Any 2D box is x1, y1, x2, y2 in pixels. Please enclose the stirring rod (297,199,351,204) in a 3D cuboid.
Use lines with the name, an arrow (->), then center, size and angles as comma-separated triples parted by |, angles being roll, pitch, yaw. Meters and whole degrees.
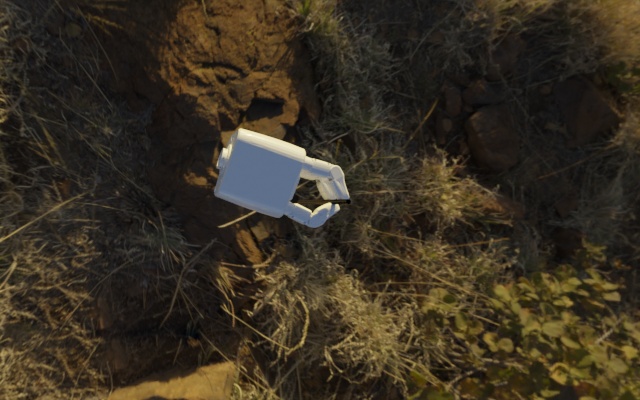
stirring rod -> 0.000, 0.003, 0.825 | 0.011, 0.011, 0.239 | 0, 0, -20
